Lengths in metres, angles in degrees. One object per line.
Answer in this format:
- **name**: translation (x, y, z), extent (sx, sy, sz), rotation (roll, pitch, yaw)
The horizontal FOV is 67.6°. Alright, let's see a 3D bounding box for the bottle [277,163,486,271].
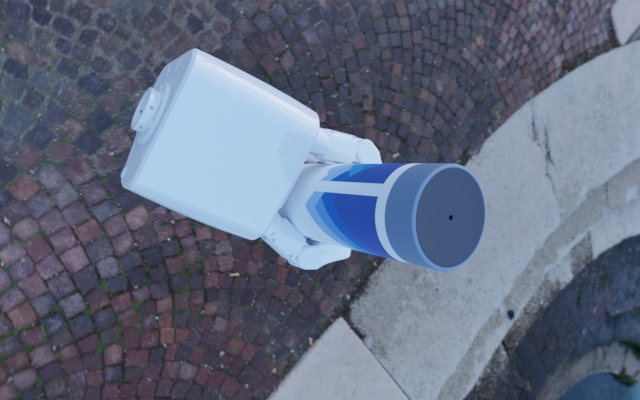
- **bottle**: translation (0.000, 0.001, 0.415), extent (0.069, 0.069, 0.295), rotation (0, 4, -33)
